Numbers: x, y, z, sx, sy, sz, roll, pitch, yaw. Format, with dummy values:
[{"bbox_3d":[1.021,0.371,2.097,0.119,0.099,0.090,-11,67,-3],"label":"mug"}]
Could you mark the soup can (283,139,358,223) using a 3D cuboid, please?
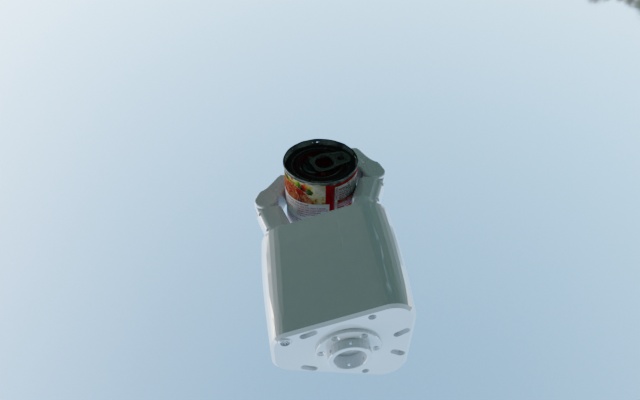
[{"bbox_3d":[0.000,0.001,0.461,0.068,0.102,0.068,0,41,0],"label":"soup can"}]
